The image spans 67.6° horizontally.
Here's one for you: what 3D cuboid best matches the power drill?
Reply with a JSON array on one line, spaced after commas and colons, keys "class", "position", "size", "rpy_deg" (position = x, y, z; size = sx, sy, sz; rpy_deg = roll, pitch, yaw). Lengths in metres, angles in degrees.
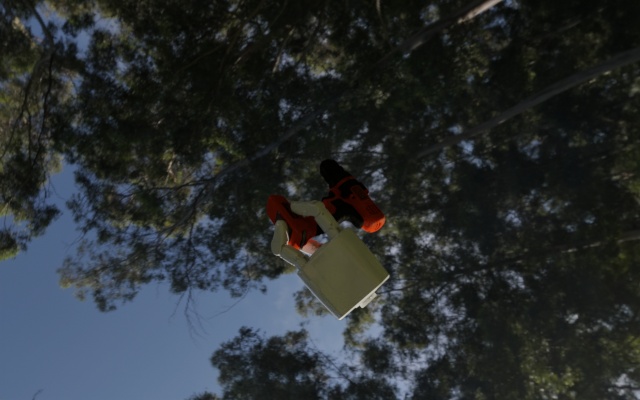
[{"class": "power drill", "position": [0.000, 0.003, 0.874], "size": [0.187, 0.057, 0.184], "rpy_deg": [-19, 52, -28]}]
